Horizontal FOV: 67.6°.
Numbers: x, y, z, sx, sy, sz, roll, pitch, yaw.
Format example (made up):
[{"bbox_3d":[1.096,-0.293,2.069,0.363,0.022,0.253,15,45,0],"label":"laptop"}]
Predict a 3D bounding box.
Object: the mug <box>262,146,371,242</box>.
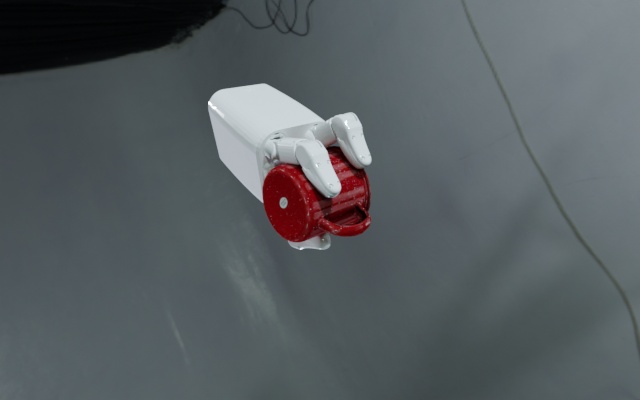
[{"bbox_3d":[0.001,0.003,0.500,0.081,0.093,0.117,-20,46,-38],"label":"mug"}]
